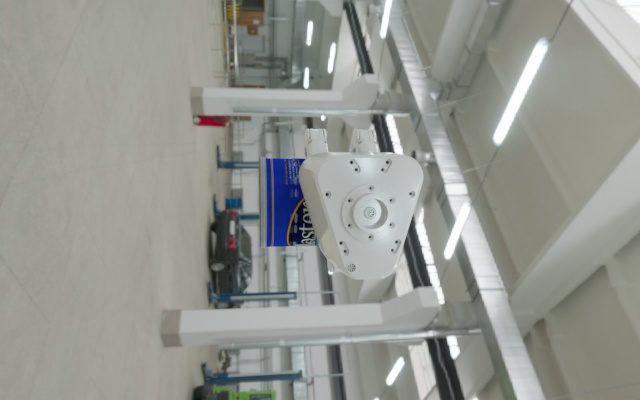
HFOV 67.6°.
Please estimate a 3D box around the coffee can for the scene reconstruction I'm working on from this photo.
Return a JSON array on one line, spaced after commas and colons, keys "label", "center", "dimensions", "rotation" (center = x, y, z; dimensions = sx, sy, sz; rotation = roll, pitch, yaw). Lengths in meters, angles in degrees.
[{"label": "coffee can", "center": [0.000, 0.002, 0.549], "dimensions": [0.140, 0.103, 0.103], "rotation": [-1, 0, -8]}]
